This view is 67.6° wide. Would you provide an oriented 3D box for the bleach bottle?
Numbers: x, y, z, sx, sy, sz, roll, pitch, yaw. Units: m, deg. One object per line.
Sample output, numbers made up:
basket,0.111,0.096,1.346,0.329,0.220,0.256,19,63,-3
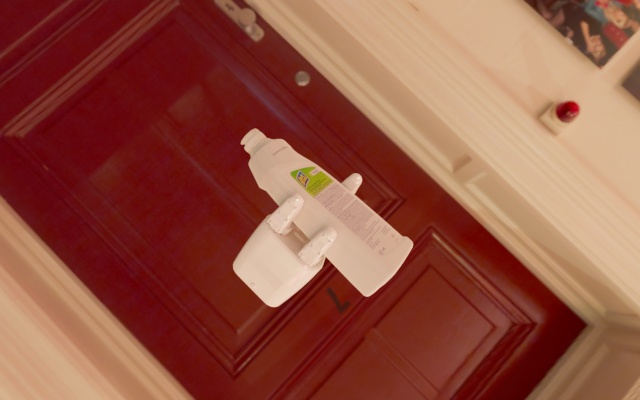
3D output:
bleach bottle,0.000,0.002,0.613,0.068,0.251,0.102,-48,-5,33
